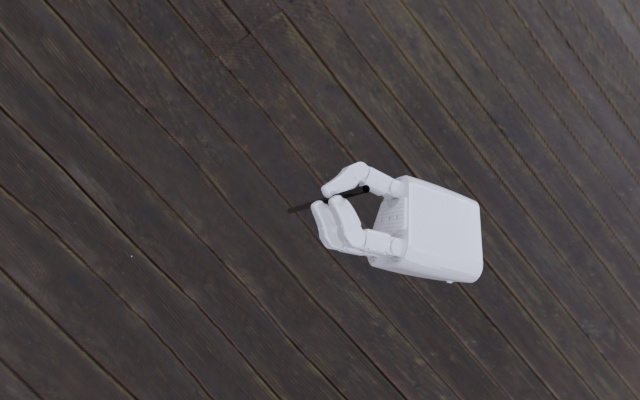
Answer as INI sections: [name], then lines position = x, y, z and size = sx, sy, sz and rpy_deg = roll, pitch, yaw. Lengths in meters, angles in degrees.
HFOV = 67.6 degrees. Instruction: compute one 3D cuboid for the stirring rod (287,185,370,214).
[stirring rod]
position = 0.000, 0.002, 0.570
size = 0.011, 0.011, 0.239
rpy_deg = 0, -6, -22
